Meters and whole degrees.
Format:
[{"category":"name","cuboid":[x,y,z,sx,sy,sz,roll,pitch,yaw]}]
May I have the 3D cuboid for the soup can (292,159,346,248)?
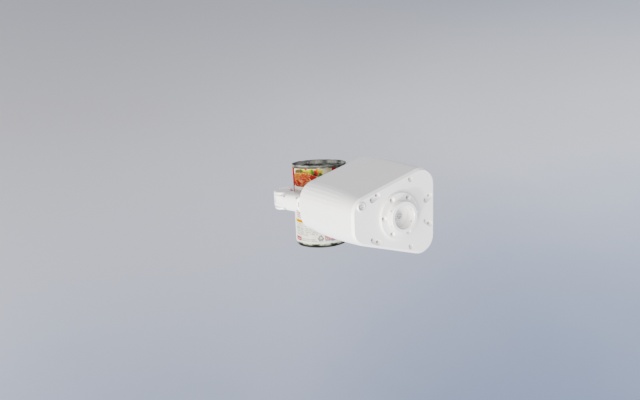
[{"category":"soup can","cuboid":[0.000,0.002,0.606,0.068,0.102,0.068,-3,11,1]}]
